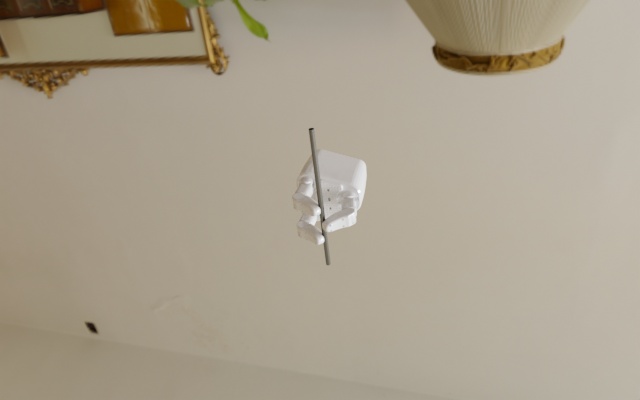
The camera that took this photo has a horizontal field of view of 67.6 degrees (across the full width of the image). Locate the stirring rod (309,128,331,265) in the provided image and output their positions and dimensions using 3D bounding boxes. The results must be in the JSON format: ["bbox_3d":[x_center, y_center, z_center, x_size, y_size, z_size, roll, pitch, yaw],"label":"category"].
[{"bbox_3d":[0.000,0.002,0.732,0.011,0.240,0.011,-5,31,3],"label":"stirring rod"}]
